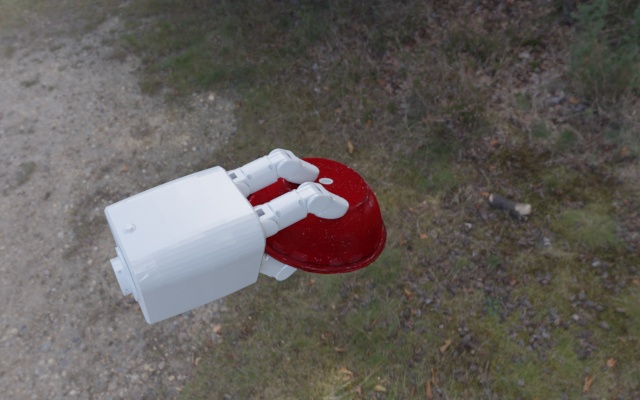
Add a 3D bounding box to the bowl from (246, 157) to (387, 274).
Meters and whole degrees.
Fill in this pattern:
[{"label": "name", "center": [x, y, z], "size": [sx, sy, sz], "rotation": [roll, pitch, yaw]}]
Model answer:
[{"label": "bowl", "center": [0.001, 0.001, 0.511], "size": [0.162, 0.055, 0.162], "rotation": [10, 36, -7]}]
